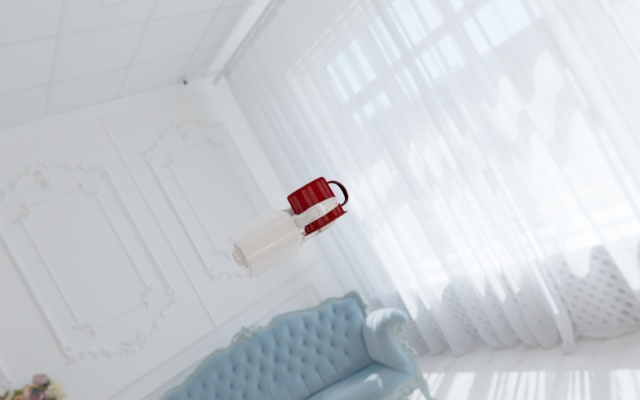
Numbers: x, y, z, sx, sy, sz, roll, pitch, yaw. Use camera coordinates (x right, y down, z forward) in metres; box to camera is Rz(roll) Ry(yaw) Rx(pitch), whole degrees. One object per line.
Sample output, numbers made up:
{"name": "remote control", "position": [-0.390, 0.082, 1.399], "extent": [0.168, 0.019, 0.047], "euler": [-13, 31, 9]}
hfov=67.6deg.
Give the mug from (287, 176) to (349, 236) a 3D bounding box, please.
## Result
{"name": "mug", "position": [0.001, 0.002, 0.888], "extent": [0.117, 0.081, 0.093], "euler": [-30, 0, -21]}
